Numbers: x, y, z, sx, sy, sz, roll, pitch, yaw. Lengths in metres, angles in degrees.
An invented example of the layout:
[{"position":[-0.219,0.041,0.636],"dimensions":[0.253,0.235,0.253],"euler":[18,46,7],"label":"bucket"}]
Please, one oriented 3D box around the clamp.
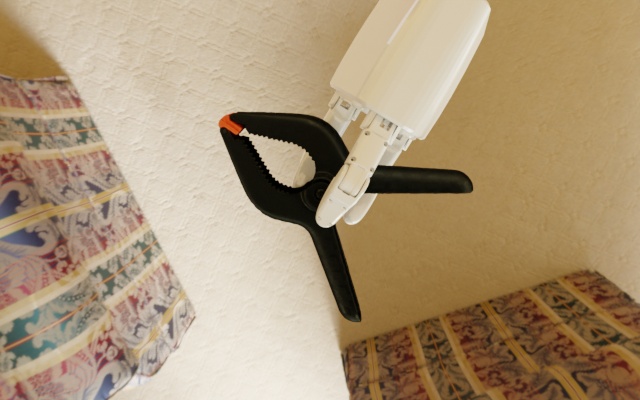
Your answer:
[{"position":[0.000,0.001,0.408],"dimensions":[0.210,0.164,0.036],"euler":[29,12,-5],"label":"clamp"}]
